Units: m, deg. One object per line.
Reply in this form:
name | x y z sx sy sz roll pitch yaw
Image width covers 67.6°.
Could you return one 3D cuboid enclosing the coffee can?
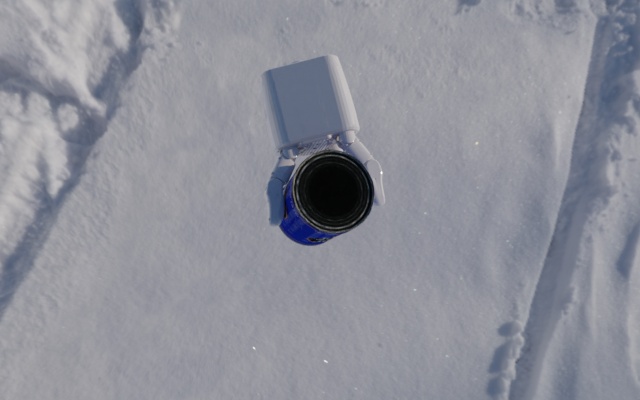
coffee can | 0.000 0.002 0.631 0.103 0.102 0.140 0 -11 -14
